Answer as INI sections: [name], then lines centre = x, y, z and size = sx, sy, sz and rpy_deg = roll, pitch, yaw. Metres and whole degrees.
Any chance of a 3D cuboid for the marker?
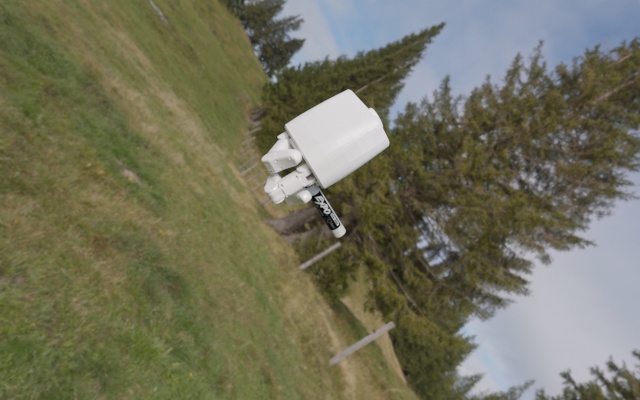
[marker]
centre = 0.000, 0.002, 0.658
size = 0.020, 0.121, 0.020
rpy_deg = -24, 29, 14
